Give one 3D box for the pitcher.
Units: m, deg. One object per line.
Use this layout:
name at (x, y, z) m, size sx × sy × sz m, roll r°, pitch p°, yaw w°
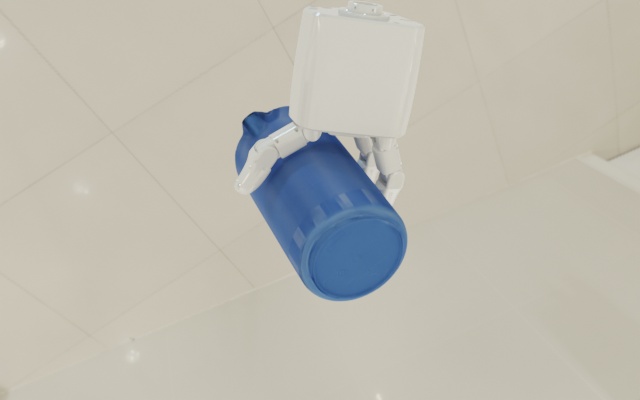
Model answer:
pitcher at (0.000, 0.002, 0.531) m, size 0.149 × 0.145 × 0.242 m, roll -1°, pitch 29°, yaw -22°
